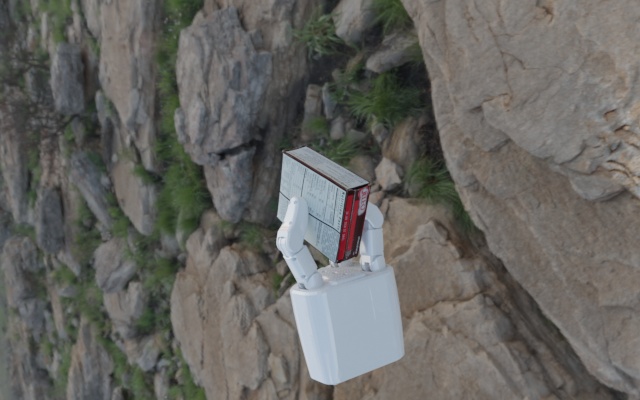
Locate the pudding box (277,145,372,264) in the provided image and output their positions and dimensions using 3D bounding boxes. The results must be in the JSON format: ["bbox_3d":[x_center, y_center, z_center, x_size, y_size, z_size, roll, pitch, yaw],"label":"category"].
[{"bbox_3d":[0.000,0.002,0.520,0.039,0.090,0.113,-16,36,-39],"label":"pudding box"}]
